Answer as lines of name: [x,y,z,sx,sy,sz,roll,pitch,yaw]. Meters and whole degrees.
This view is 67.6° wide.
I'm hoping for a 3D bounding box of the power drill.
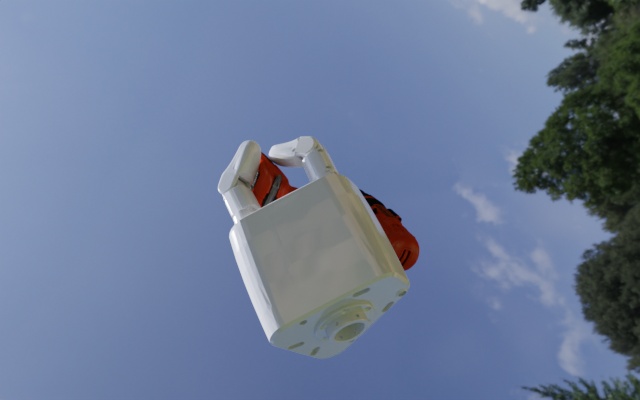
power drill: [0.000,0.002,0.527,0.188,0.057,0.184,20,12,-24]
